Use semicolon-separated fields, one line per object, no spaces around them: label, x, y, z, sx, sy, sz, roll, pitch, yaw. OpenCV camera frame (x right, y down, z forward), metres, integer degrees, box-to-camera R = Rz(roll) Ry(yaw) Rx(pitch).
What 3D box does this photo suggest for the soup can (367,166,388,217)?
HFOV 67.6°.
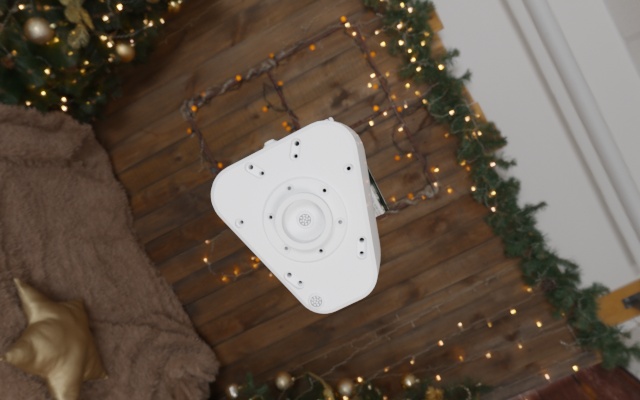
soup can;0.000;0.001;0.423;0.102;0.068;0.068;-26;-3;6
